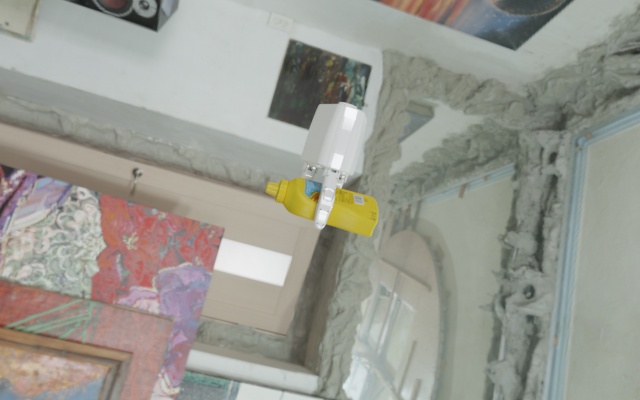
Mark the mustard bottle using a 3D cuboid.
[{"bbox_3d":[0.000,0.003,0.820,0.191,0.058,0.096,16,28,-9],"label":"mustard bottle"}]
